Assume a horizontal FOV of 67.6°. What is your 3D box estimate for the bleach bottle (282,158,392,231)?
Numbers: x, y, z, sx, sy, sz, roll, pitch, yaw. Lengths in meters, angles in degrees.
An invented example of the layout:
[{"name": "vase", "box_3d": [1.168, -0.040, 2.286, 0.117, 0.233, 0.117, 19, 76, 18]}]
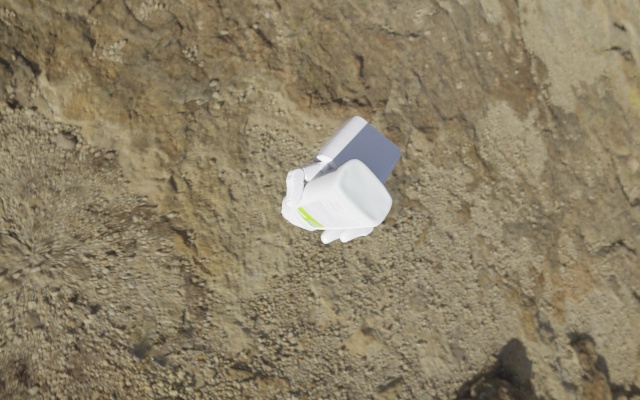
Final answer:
[{"name": "bleach bottle", "box_3d": [0.000, 0.003, 0.767, 0.102, 0.068, 0.251, 46, -26, -19]}]
